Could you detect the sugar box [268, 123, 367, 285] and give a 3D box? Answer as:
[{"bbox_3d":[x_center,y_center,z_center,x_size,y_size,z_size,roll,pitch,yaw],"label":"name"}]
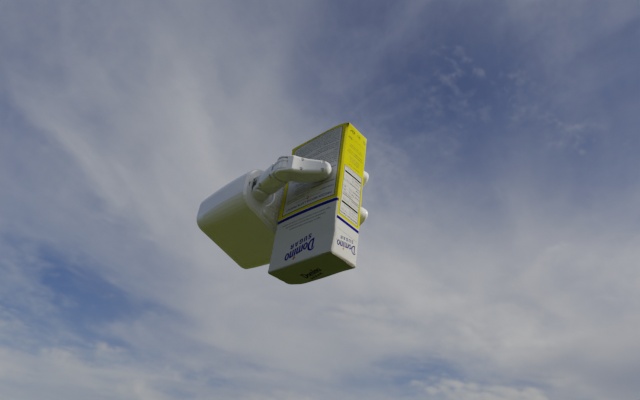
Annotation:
[{"bbox_3d":[0.000,0.002,0.536,0.093,0.176,0.048,-23,-43,37],"label":"sugar box"}]
